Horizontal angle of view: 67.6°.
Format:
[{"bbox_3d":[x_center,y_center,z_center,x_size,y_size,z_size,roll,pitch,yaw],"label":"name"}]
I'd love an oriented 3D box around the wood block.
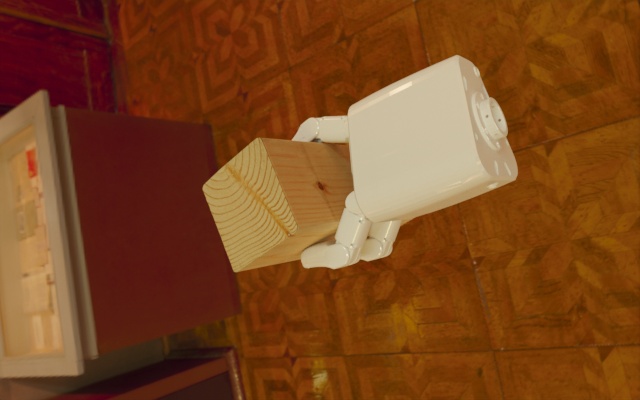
[{"bbox_3d":[0.000,0.001,0.488,0.090,0.090,0.206,-35,-19,34],"label":"wood block"}]
